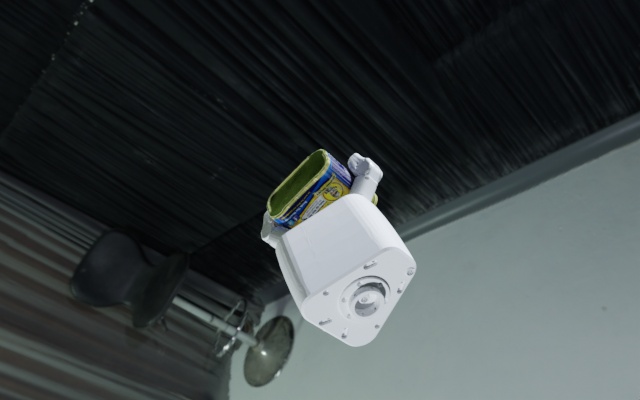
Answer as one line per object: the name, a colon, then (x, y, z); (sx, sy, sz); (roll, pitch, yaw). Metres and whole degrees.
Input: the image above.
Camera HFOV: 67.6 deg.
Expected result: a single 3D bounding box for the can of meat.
can of meat: (0.000, 0.002, 0.560); (0.084, 0.102, 0.057); (38, 14, -29)
